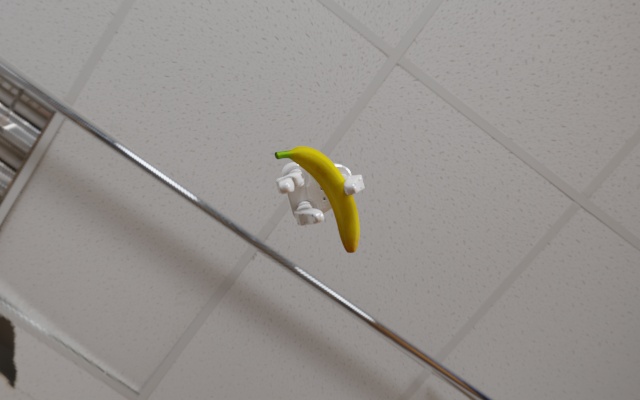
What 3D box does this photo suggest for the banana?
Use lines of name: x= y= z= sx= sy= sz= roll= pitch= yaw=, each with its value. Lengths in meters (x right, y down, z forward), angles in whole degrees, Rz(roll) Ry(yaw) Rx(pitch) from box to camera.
banana: x=0.012 y=-0.012 z=0.727 sx=0.069 sy=0.198 sz=0.037 roll=-41 pitch=14 yaw=-12
